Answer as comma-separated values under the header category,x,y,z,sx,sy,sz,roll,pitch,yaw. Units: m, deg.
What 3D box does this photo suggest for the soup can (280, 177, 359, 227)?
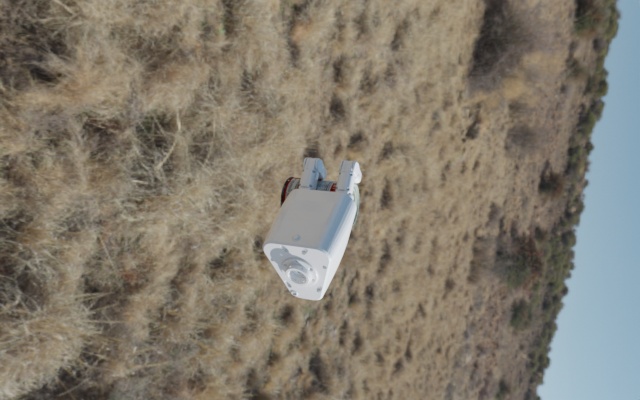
category,x,y,z,sx,sy,sz,roll,pitch,yaw
soup can,0.001,0.002,0.711,0.102,0.068,0.068,6,2,19
